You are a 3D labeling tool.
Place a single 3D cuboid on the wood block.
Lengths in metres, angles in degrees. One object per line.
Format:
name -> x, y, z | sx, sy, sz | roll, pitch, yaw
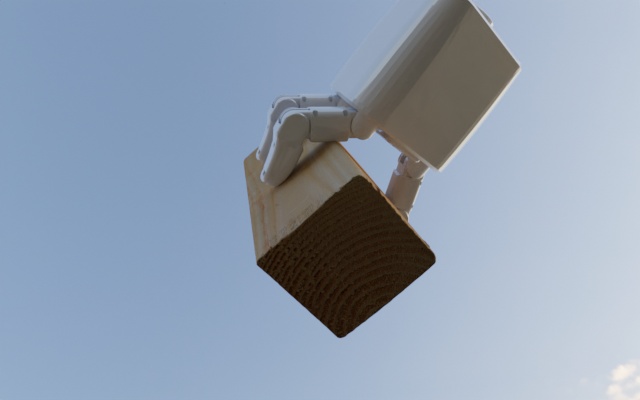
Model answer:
wood block -> 0.001, 0.001, 0.400 | 0.090, 0.091, 0.206 | -41, 24, 7
